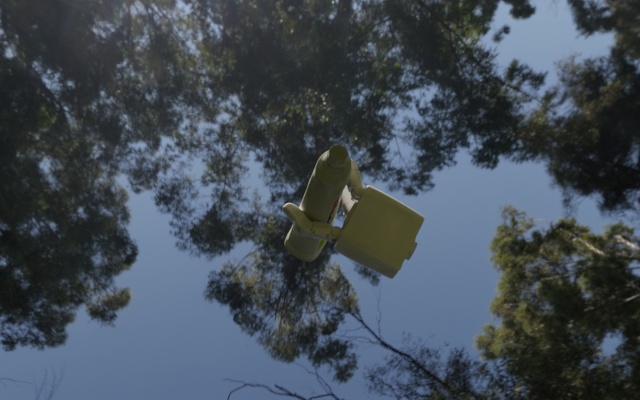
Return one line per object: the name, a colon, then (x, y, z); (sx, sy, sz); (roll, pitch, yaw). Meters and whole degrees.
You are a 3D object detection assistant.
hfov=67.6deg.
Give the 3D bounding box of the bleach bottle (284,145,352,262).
bleach bottle: (0.000, 0.002, 0.780); (0.068, 0.102, 0.251); (28, -32, 6)
